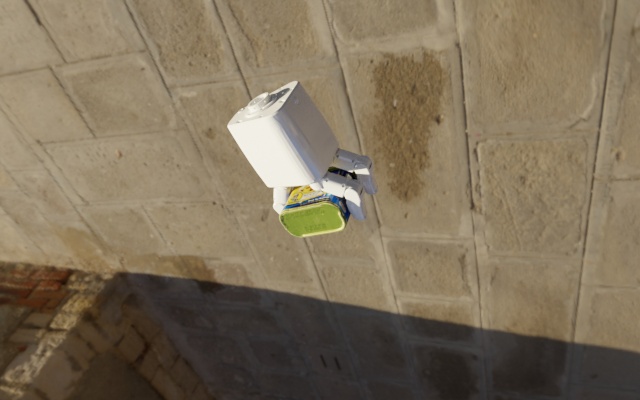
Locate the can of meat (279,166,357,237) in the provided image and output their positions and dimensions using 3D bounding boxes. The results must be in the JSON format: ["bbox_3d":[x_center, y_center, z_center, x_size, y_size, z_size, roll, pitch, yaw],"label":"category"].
[{"bbox_3d":[0.000,0.002,0.677,0.102,0.057,0.084,-12,34,30],"label":"can of meat"}]
